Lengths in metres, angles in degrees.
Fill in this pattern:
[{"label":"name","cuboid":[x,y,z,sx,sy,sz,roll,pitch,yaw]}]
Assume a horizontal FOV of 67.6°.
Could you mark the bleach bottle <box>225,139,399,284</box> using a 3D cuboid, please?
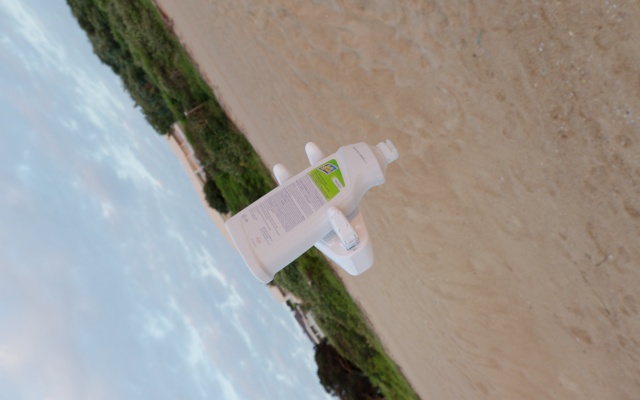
[{"label":"bleach bottle","cuboid":[0.000,0.002,0.653,0.251,0.102,0.068,-33,-27,-3]}]
